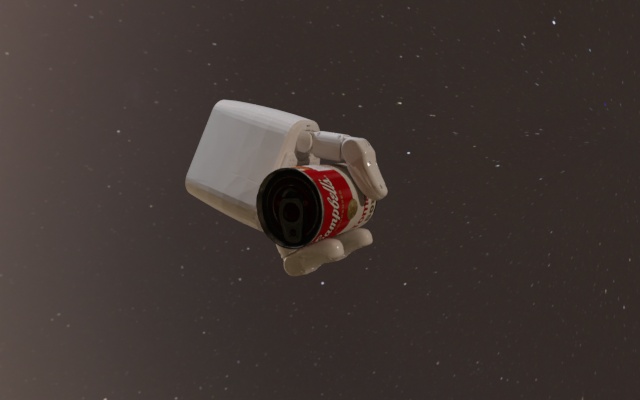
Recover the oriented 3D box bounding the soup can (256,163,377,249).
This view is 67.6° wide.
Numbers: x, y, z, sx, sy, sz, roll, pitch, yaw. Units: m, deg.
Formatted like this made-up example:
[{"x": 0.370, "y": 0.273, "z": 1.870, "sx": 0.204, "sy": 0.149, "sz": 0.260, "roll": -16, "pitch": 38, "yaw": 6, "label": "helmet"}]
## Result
[{"x": 0.001, "y": 0.001, "z": 0.432, "sx": 0.068, "sy": 0.068, "sz": 0.102, "roll": 0, "pitch": 6, "yaw": 32, "label": "soup can"}]
